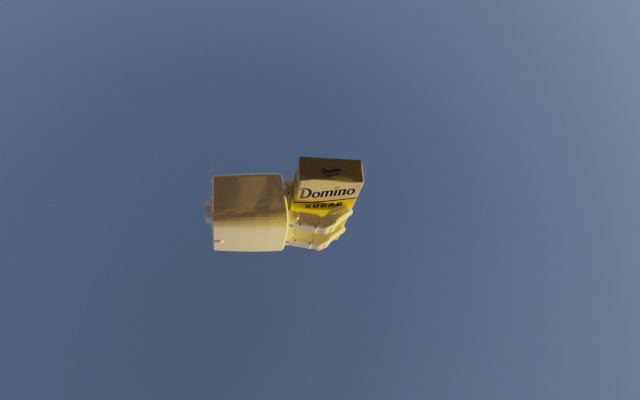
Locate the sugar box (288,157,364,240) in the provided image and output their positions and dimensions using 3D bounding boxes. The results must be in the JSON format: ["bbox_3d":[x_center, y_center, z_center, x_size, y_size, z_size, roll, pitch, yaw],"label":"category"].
[{"bbox_3d":[0.000,0.003,0.734,0.093,0.048,0.176,2,-30,-10],"label":"sugar box"}]
